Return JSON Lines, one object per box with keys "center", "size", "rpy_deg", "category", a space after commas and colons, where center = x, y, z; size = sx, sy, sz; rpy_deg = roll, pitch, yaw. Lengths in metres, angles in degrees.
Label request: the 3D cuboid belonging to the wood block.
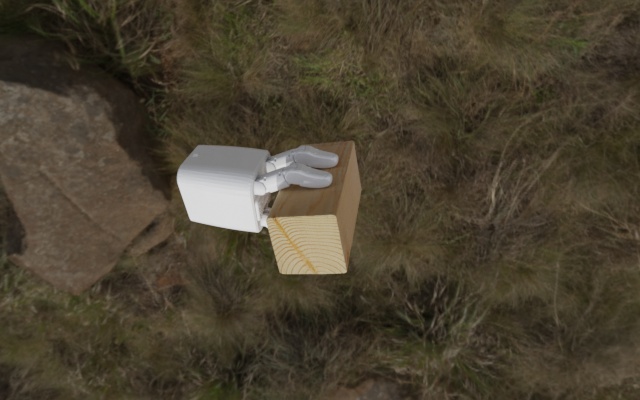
{"center": [0.000, 0.003, 0.671], "size": [0.090, 0.091, 0.206], "rpy_deg": [-3, 31, 13], "category": "wood block"}
